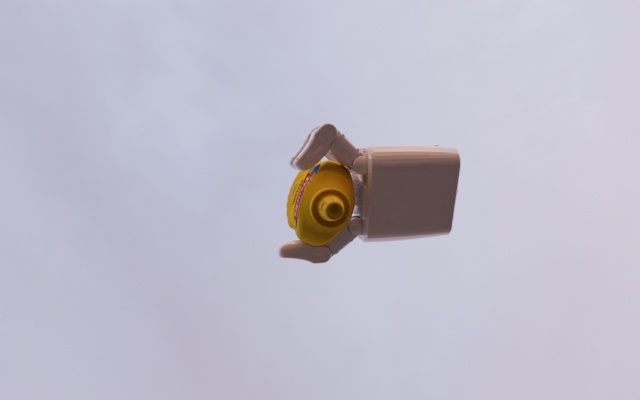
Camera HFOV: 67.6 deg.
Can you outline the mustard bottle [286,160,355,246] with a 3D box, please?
[{"bbox_3d":[0.000,0.002,0.550,0.058,0.096,0.191,22,1,-10],"label":"mustard bottle"}]
